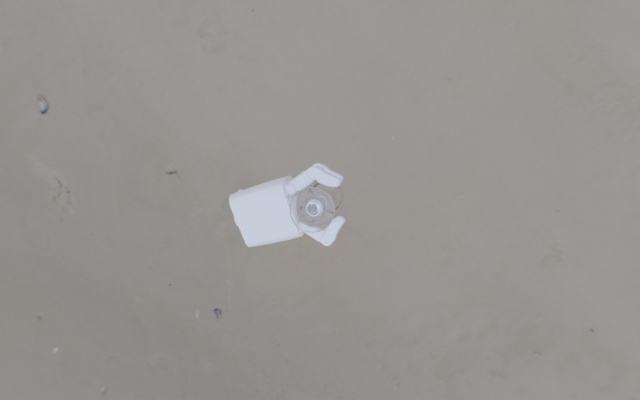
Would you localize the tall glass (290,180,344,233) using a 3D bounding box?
[{"bbox_3d":[0.000,0.003,0.868,0.079,0.079,0.201,0,7,9],"label":"tall glass"}]
